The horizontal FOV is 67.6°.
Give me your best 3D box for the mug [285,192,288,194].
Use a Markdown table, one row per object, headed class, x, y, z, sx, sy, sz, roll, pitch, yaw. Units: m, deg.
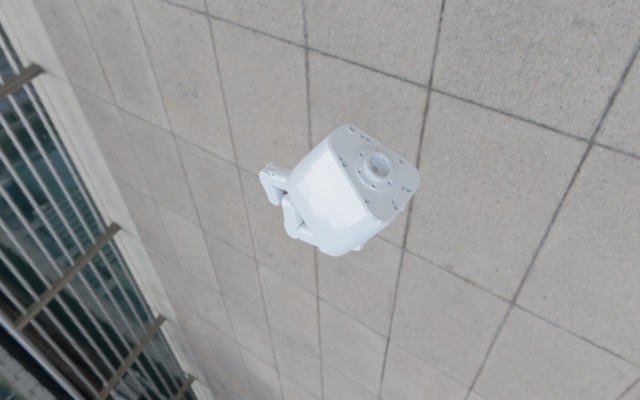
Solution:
| class | x | y | z | sx | sy | sz | roll | pitch | yaw |
| --- | --- | --- | --- | --- | --- | --- | --- | --- | --- |
| mug | -0.001 | 0.003 | 0.635 | 0.081 | 0.093 | 0.117 | -47 | 1 | -35 |
